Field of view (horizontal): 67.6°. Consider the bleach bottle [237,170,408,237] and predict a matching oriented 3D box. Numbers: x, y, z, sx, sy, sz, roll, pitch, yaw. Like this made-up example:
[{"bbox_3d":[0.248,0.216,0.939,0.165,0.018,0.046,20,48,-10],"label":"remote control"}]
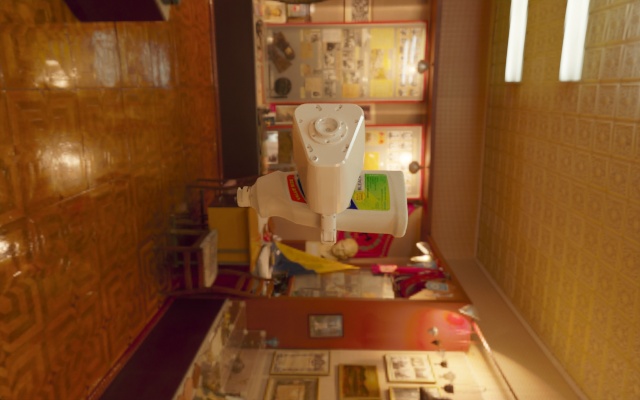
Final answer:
[{"bbox_3d":[0.000,0.002,0.722,0.251,0.102,0.068,0,-32,2],"label":"bleach bottle"}]
